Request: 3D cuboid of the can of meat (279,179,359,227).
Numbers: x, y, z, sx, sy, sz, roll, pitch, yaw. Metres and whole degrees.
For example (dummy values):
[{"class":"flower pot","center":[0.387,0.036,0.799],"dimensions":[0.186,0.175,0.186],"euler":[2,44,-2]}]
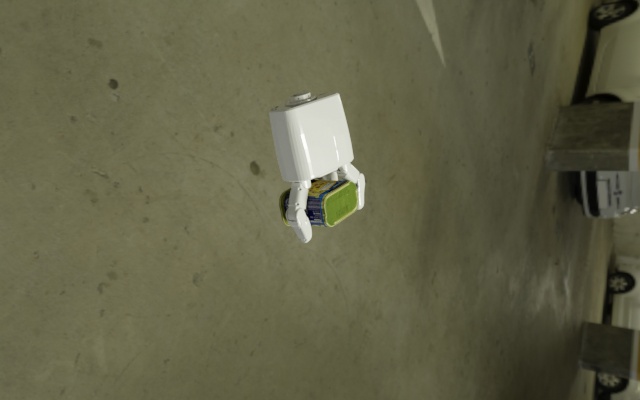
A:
[{"class":"can of meat","center":[0.000,0.003,0.749],"dimensions":[0.084,0.057,0.102],"euler":[2,21,36]}]
